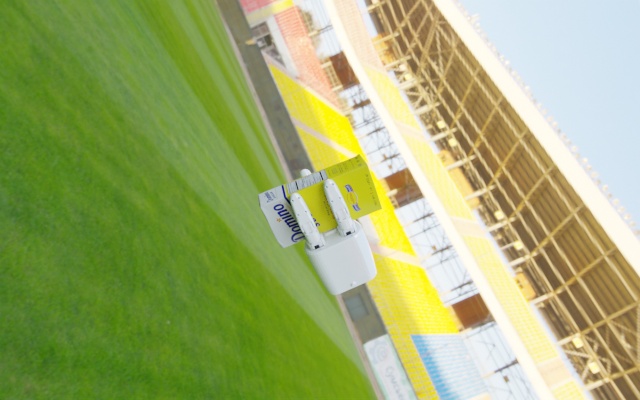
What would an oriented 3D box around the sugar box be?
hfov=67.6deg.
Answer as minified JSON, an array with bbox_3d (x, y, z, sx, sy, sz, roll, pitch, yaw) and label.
[{"bbox_3d":[0.000,0.003,0.754,0.176,0.093,0.048,-24,34,0],"label":"sugar box"}]
